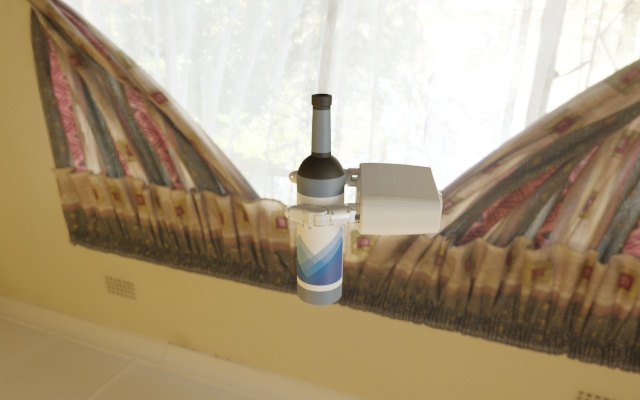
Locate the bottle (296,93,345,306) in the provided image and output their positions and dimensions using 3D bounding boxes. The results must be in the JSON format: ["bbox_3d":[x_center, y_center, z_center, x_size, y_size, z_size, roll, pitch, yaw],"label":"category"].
[{"bbox_3d":[0.000,0.002,0.663,0.069,0.296,0.069,1,21,0],"label":"bottle"}]
